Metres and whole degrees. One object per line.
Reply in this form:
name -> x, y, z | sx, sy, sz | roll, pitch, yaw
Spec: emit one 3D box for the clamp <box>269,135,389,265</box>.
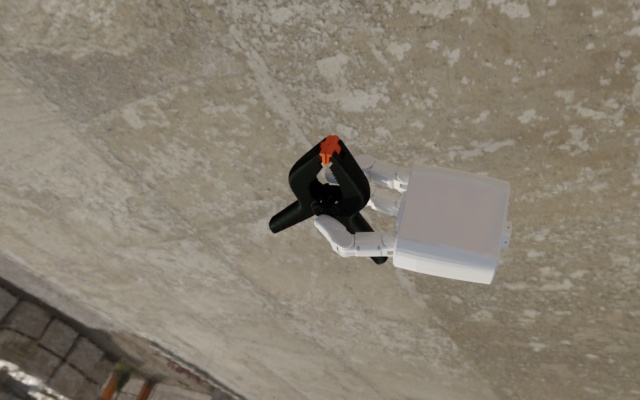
clamp -> 0.000, 0.002, 0.566 | 0.164, 0.036, 0.210 | 11, -34, 16
